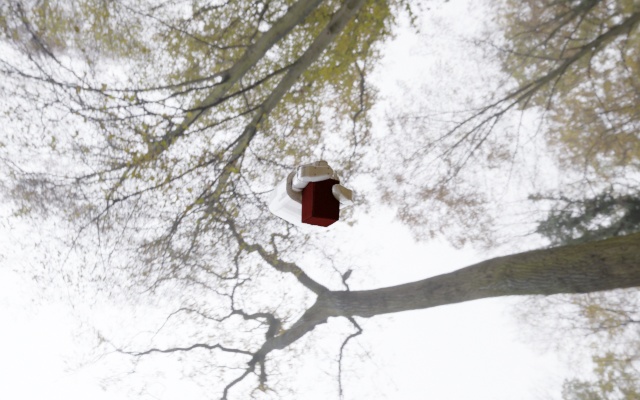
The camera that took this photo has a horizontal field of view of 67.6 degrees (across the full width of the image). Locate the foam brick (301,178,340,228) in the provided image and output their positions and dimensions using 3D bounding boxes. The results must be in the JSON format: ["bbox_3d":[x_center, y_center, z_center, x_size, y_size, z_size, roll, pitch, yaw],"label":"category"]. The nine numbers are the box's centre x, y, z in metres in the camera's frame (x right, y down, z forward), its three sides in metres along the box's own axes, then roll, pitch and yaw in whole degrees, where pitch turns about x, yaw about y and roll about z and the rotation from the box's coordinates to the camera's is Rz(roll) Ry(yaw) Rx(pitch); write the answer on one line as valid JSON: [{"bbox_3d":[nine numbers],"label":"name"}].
[{"bbox_3d":[0.000,0.003,0.842,0.053,0.078,0.051,12,-23,-24],"label":"foam brick"}]
